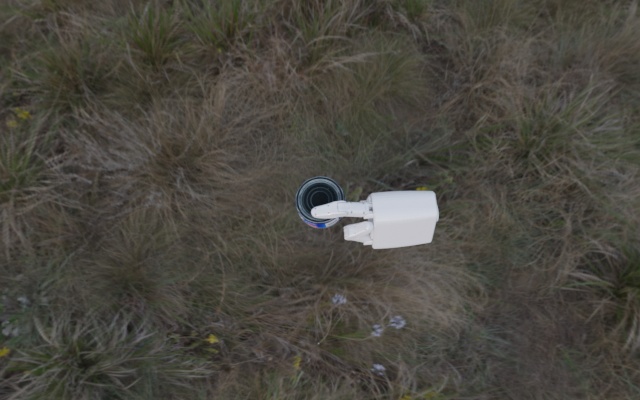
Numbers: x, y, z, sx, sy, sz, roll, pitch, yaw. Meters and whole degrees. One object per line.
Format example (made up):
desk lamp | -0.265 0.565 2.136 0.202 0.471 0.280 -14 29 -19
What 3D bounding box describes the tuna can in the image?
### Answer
tuna can | 0.000 0.003 0.820 0.086 0.086 0.034 0 -16 6
